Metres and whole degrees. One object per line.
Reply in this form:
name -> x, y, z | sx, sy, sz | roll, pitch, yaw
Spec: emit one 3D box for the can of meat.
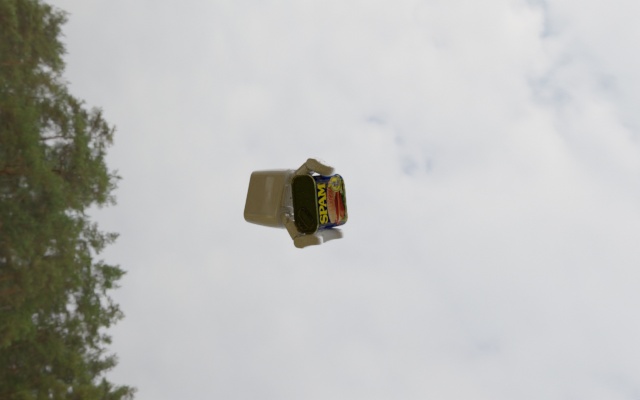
can of meat -> 0.000, 0.003, 0.844 | 0.057, 0.102, 0.084 | -1, 5, 44
